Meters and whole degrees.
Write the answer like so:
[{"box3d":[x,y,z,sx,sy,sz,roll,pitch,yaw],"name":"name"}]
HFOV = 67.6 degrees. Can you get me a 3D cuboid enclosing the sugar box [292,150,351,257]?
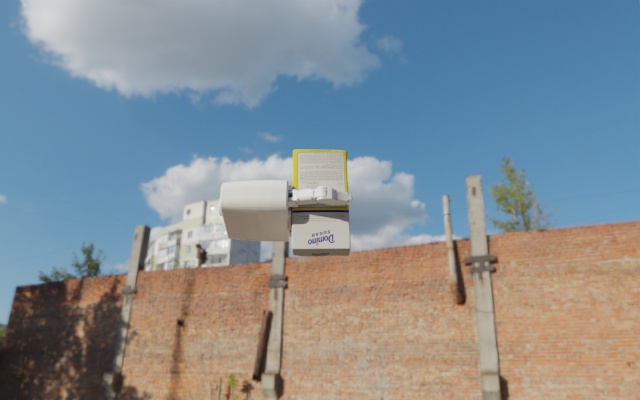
[{"box3d":[0.000,0.003,0.782,0.093,0.176,0.048,0,-21,-1],"name":"sugar box"}]
